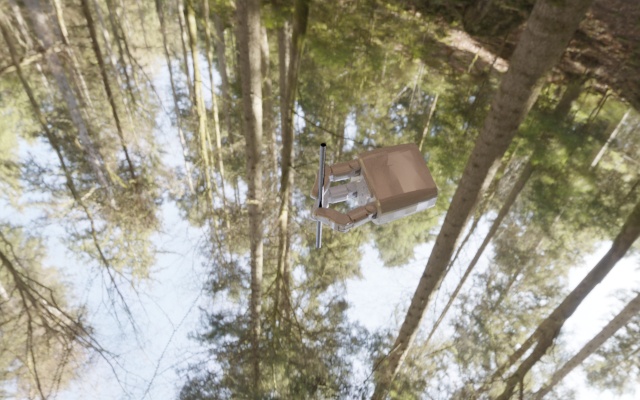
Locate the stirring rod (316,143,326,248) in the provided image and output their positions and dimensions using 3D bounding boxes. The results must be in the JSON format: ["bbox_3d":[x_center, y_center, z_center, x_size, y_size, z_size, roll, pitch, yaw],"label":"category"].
[{"bbox_3d":[0.000,0.002,0.730,0.011,0.011,0.240,0,-39,-2],"label":"stirring rod"}]
